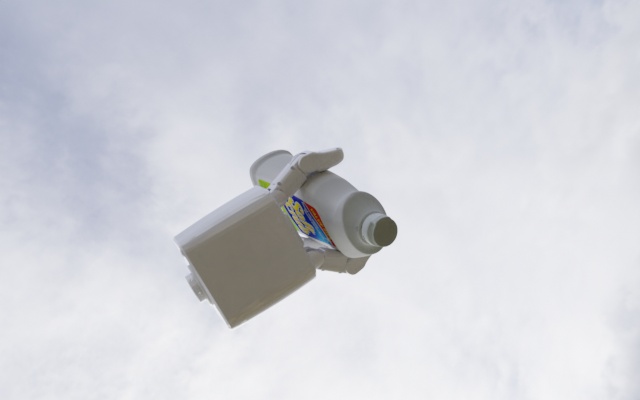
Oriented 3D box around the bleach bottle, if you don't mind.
[{"bbox_3d":[0.000,0.002,0.547,0.068,0.103,0.251,-30,22,-20],"label":"bleach bottle"}]
